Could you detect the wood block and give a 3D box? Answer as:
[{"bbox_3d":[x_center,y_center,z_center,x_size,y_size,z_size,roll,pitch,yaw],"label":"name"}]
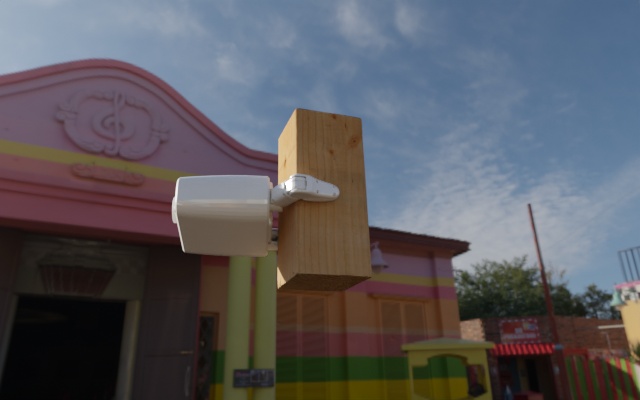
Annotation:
[{"bbox_3d":[0.000,0.002,0.595,0.090,0.206,0.091,6,-22,-19],"label":"wood block"}]
